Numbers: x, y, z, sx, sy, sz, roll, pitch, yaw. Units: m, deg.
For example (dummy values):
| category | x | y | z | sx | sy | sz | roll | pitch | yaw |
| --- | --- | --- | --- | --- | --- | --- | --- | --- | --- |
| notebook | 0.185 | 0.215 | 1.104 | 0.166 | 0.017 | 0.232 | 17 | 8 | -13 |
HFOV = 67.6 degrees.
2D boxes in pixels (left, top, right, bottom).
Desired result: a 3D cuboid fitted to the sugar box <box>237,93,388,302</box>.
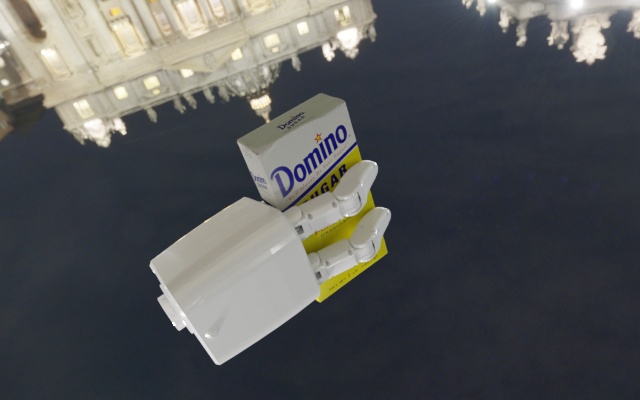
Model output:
| category | x | y | z | sx | sy | sz | roll | pitch | yaw |
| --- | --- | --- | --- | --- | --- | --- | --- | --- | --- |
| sugar box | 0.000 | 0.002 | 0.445 | 0.093 | 0.176 | 0.048 | -34 | 38 | -19 |
